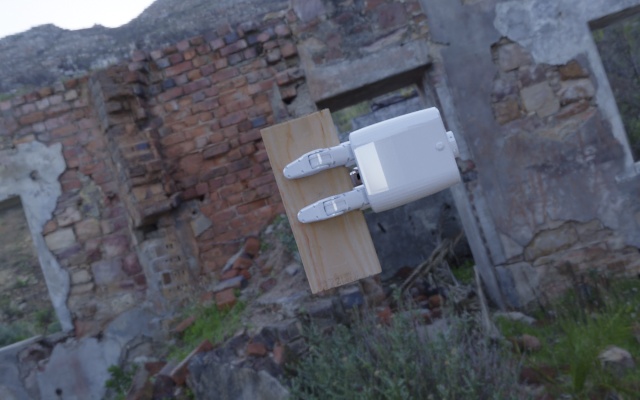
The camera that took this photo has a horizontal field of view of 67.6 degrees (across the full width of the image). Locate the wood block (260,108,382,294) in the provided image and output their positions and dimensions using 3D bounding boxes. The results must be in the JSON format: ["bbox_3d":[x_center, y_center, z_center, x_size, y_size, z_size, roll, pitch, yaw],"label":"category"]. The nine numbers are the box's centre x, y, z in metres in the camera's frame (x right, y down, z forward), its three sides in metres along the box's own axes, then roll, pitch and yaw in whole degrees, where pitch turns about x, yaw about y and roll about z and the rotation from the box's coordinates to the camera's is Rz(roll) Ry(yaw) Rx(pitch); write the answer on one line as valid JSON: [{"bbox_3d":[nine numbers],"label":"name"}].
[{"bbox_3d":[0.000,0.002,0.611,0.090,0.206,0.091,-18,-2,0],"label":"wood block"}]
